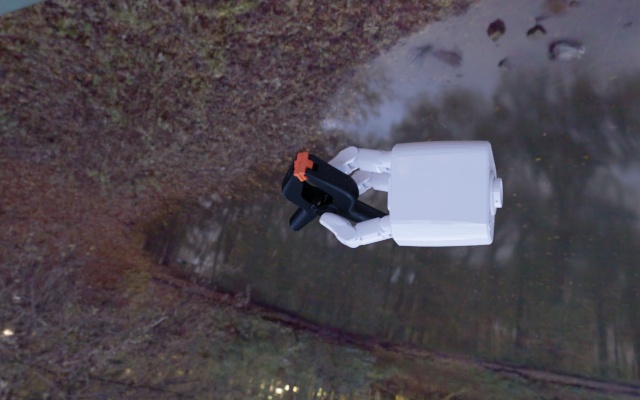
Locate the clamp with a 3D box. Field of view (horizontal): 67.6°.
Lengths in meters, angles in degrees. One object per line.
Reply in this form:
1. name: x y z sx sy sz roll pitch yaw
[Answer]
1. clamp: 0.000 0.003 0.609 0.164 0.036 0.210 -2 -25 25
